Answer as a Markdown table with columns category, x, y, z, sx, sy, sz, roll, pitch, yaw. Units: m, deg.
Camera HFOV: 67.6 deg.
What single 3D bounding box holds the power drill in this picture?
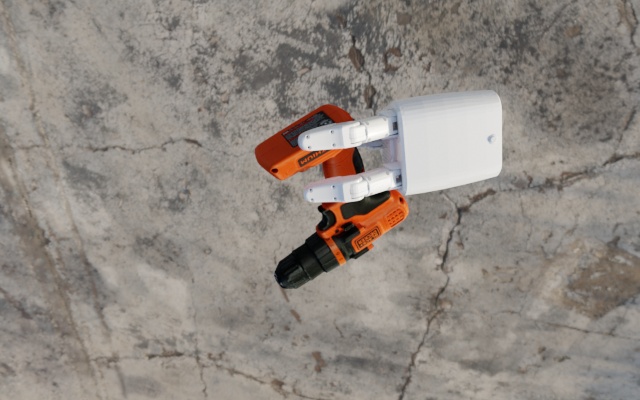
| category | x | y | z | sx | sy | sz | roll | pitch | yaw |
| --- | --- | --- | --- | --- | --- | --- | --- | --- | --- |
| power drill | 0.000 | 0.001 | 0.538 | 0.184 | 0.188 | 0.057 | -34 | 42 | -7 |
